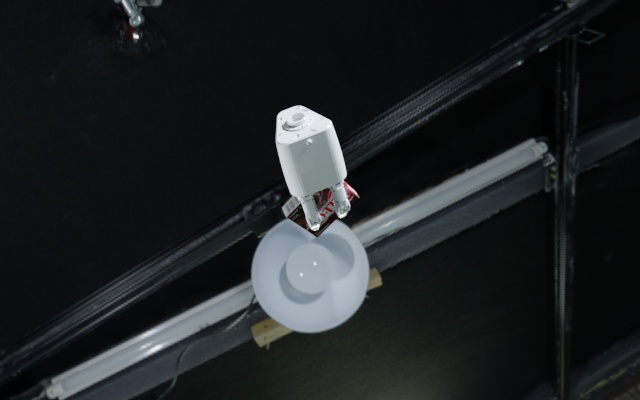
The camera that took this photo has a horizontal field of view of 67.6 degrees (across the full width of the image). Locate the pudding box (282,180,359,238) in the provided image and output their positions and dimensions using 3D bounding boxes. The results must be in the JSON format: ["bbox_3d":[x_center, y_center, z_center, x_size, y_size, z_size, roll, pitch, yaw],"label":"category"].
[{"bbox_3d":[0.000,0.003,0.861,0.090,0.113,0.039,37,15,-40],"label":"pudding box"}]
